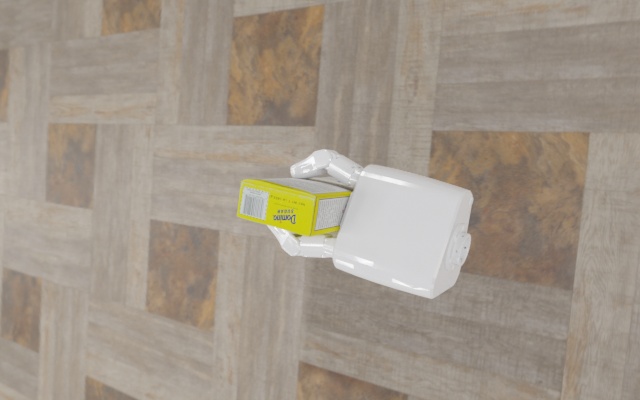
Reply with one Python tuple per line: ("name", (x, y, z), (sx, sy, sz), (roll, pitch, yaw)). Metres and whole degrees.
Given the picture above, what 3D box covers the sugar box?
("sugar box", (0.000, 0.002, 0.533), (0.093, 0.048, 0.176), (14, 8, 30))
